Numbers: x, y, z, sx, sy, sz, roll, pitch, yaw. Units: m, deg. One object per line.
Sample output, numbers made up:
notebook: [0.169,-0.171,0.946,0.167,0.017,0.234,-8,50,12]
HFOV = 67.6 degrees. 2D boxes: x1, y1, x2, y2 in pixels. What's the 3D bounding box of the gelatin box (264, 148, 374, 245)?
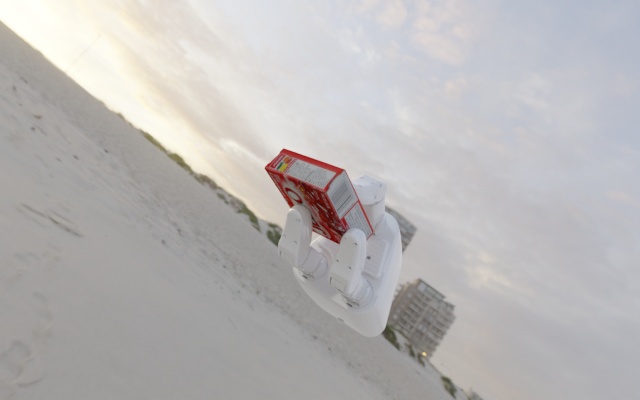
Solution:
gelatin box: [0.000,0.001,0.419,0.073,0.030,0.089,24,-26,39]
